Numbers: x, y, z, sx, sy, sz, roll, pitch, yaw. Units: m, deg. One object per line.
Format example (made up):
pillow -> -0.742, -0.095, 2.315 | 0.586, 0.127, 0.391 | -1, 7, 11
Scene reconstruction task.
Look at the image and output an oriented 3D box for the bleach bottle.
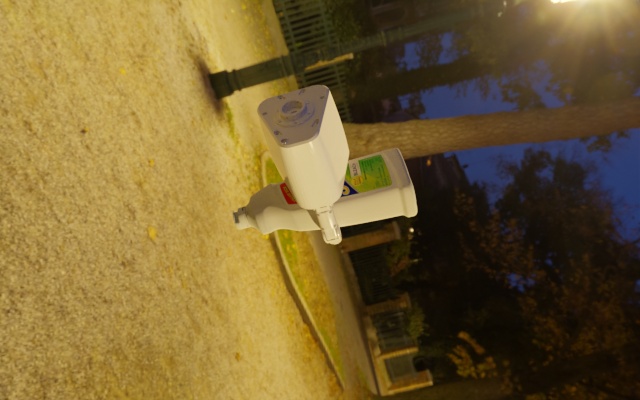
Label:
bleach bottle -> 0.000, 0.002, 0.672 | 0.251, 0.102, 0.068 | -15, -45, 5
